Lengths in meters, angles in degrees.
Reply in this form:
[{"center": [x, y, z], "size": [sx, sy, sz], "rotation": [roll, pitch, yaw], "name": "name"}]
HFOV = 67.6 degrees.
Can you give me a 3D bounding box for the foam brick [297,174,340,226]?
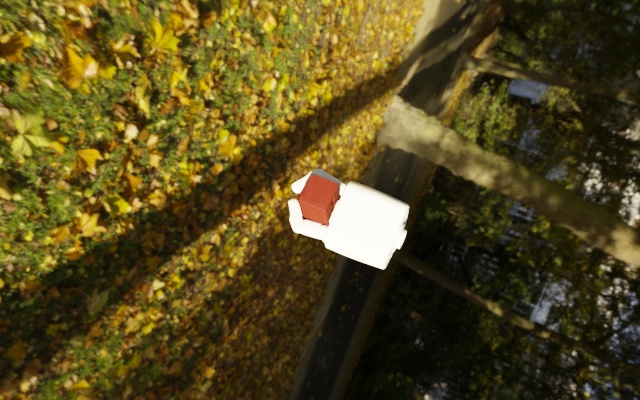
[{"center": [0.000, 0.002, 0.783], "size": [0.051, 0.053, 0.078], "rotation": [22, -23, 16], "name": "foam brick"}]
